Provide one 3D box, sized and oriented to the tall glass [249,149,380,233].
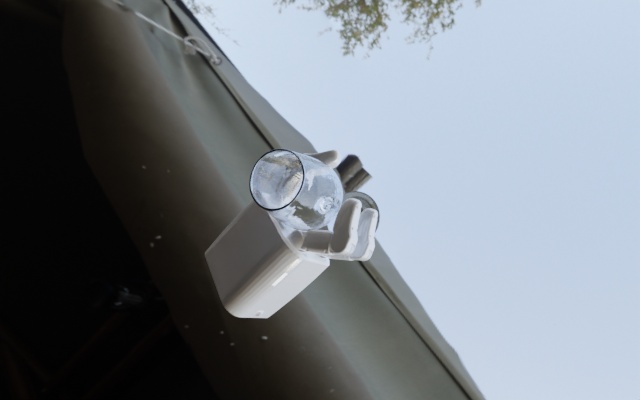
[{"bbox_3d":[0.000,0.002,0.543,0.079,0.079,0.201,0,-13,26],"label":"tall glass"}]
